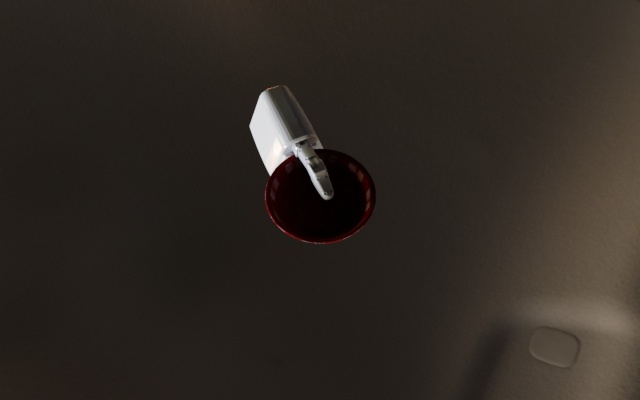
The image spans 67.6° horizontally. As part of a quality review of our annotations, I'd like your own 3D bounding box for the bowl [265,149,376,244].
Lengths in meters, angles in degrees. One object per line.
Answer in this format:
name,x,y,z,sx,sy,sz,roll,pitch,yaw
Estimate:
bowl,0.000,0.004,0.715,0.162,0.162,0.055,0,-31,-1
